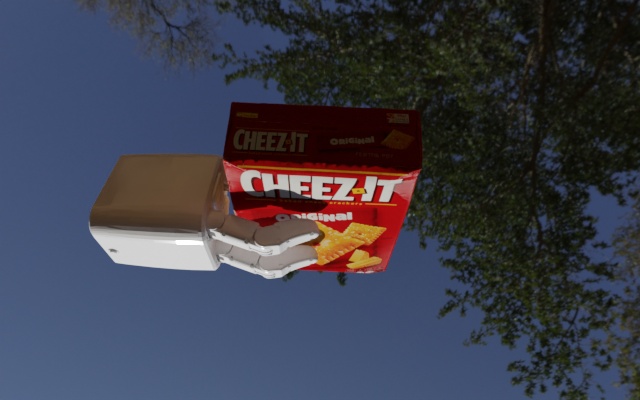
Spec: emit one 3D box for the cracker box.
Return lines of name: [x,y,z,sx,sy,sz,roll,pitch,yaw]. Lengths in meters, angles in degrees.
cracker box: [0.000,0.002,0.481,0.164,0.072,0.214,2,-31,0]
